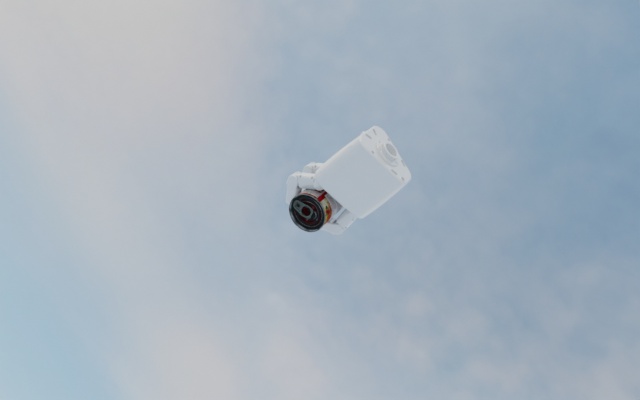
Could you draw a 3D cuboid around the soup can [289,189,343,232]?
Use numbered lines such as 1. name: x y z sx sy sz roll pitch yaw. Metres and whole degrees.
1. soup can: 0.000 0.003 0.822 0.068 0.068 0.102 0 22 29
